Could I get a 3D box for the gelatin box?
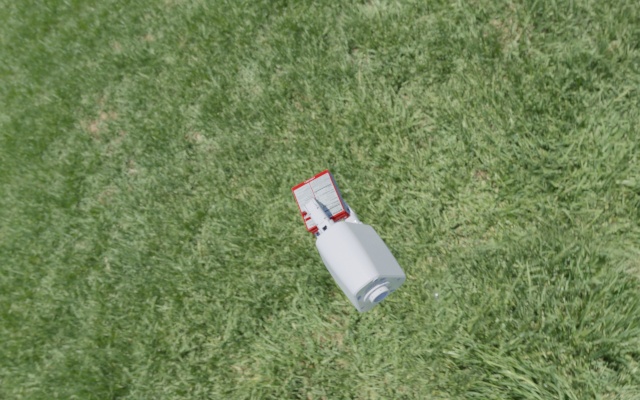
[{"bbox_3d":[0.000,0.002,0.815,0.073,0.089,0.030,-28,-24,13],"label":"gelatin box"}]
